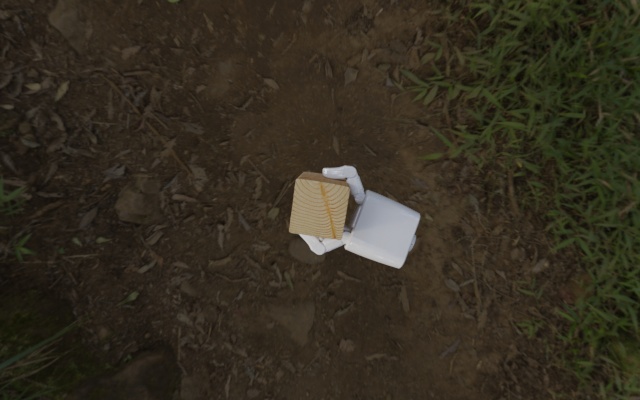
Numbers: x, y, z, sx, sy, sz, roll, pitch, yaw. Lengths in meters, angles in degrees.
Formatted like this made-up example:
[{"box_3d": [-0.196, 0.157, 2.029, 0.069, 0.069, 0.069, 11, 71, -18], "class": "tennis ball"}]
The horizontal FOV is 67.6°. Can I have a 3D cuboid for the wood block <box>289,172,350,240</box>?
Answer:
[{"box_3d": [0.001, 0.003, 0.866, 0.090, 0.091, 0.206, 9, 6, 0], "class": "wood block"}]
